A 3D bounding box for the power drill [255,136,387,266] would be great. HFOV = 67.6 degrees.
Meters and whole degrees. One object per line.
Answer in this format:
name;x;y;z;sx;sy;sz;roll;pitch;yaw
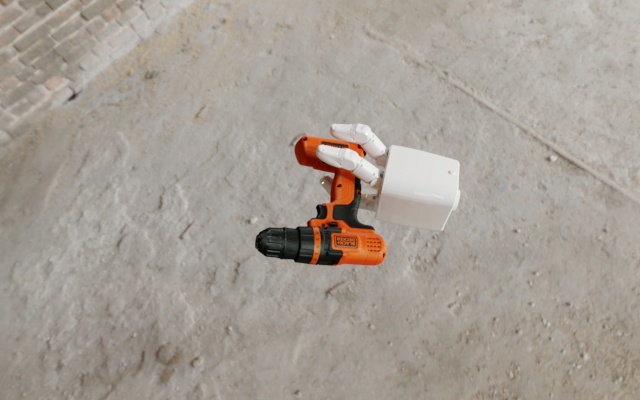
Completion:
power drill;0.000;0.002;0.685;0.184;0.187;0.057;7;-25;-18
